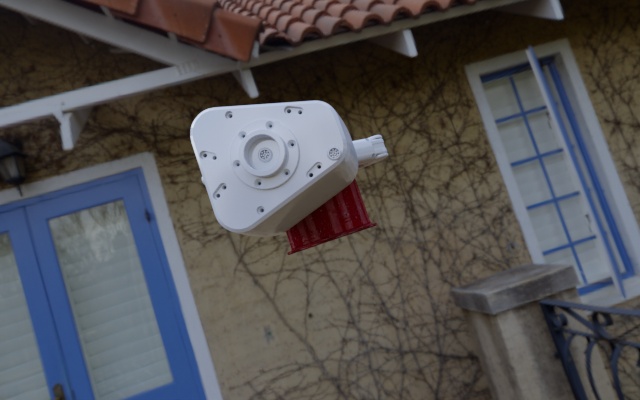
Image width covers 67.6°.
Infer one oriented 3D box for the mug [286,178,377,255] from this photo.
[{"bbox_3d":[0.000,0.001,0.486,0.093,0.081,0.117,-19,-5,4],"label":"mug"}]
